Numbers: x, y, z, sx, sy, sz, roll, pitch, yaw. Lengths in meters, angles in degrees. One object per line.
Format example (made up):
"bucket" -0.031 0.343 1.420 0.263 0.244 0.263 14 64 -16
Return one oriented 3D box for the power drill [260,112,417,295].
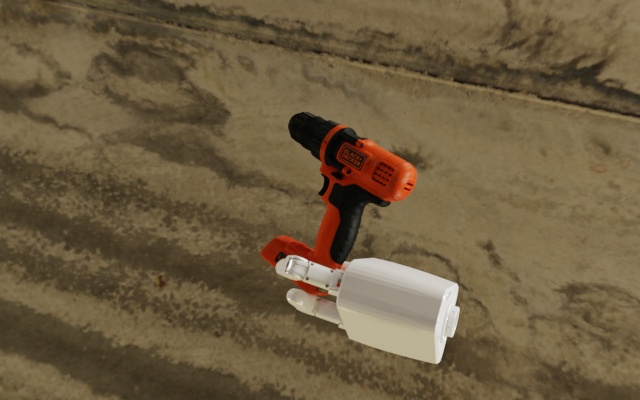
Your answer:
"power drill" 0.000 0.002 0.569 0.184 0.188 0.057 34 14 34
